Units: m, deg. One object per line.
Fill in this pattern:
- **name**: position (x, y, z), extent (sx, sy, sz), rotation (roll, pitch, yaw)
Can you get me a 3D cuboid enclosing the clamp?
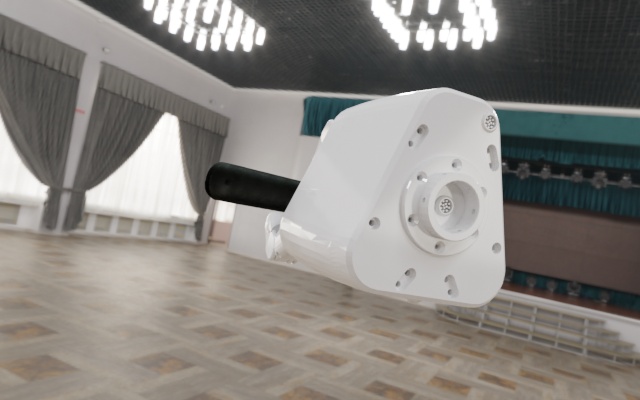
- **clamp**: position (0.001, 0.001, 0.403), extent (0.210, 0.036, 0.164), rotation (12, 1, -20)
